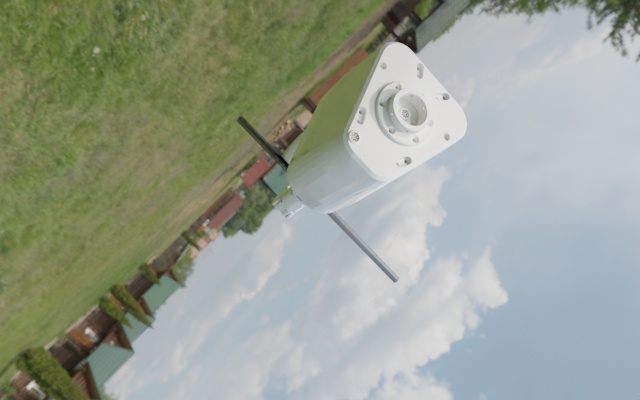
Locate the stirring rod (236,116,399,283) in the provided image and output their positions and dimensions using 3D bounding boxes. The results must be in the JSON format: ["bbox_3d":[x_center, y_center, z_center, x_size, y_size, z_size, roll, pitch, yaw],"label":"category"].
[{"bbox_3d":[0.000,0.002,0.503,0.011,0.239,0.011,-43,9,8],"label":"stirring rod"}]
